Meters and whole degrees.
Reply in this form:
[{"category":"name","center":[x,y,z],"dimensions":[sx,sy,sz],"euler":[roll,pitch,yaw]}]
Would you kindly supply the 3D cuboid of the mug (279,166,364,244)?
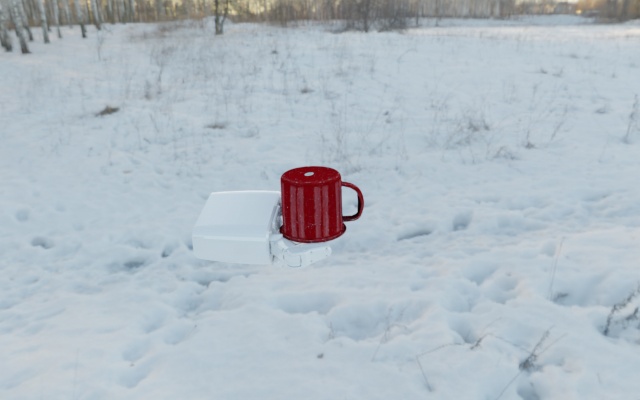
[{"category":"mug","center":[0.002,0.002,0.643],"dimensions":[0.117,0.081,0.093],"euler":[0,20,6]}]
